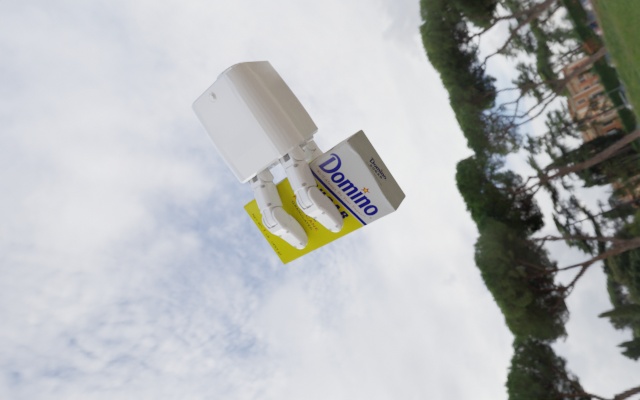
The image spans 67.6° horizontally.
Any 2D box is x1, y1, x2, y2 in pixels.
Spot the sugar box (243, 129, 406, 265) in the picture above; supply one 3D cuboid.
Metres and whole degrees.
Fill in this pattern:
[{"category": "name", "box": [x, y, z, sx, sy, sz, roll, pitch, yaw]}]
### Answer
[{"category": "sugar box", "box": [0.000, 0.002, 0.557, 0.176, 0.093, 0.048, -30, 9, 37]}]
